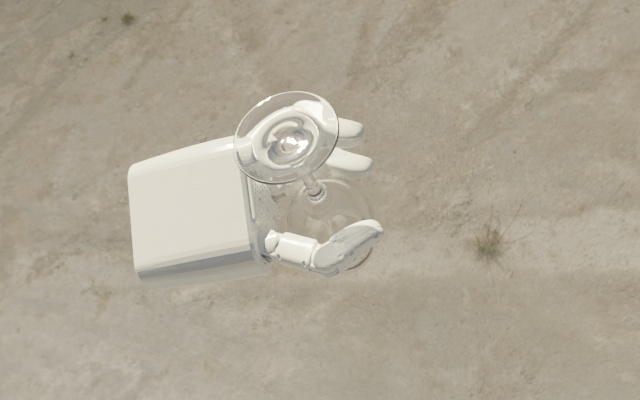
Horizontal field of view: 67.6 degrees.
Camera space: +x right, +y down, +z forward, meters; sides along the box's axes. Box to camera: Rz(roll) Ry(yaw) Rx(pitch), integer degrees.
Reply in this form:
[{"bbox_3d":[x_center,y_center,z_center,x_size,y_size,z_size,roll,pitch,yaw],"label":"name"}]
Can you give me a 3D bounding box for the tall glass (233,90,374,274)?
[{"bbox_3d":[0.000,0.001,0.401,0.079,0.079,0.201,0,-27,16],"label":"tall glass"}]
